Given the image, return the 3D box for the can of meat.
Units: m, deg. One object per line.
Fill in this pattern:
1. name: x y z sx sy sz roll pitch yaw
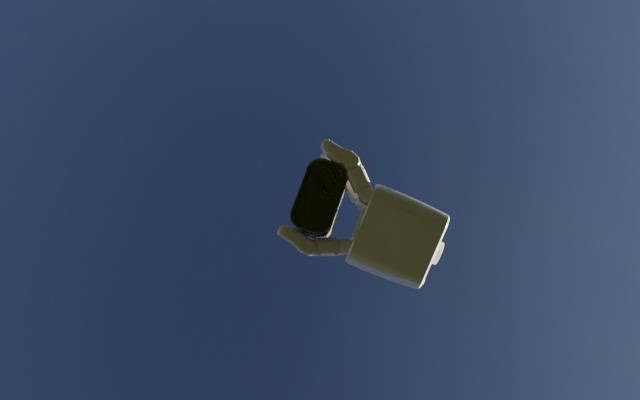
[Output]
1. can of meat: 0.000 0.002 0.675 0.057 0.102 0.084 19 -11 6
